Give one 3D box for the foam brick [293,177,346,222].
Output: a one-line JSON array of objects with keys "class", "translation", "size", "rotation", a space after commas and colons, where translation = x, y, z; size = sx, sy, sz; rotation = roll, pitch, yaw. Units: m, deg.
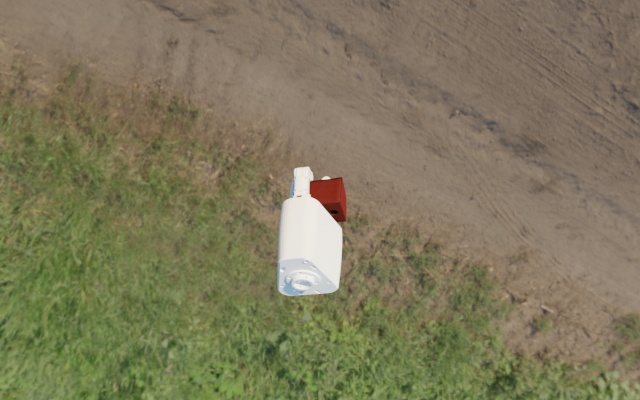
[{"class": "foam brick", "translation": [0.000, 0.002, 0.753], "size": [0.078, 0.051, 0.053], "rotation": [-6, -40, 11]}]
